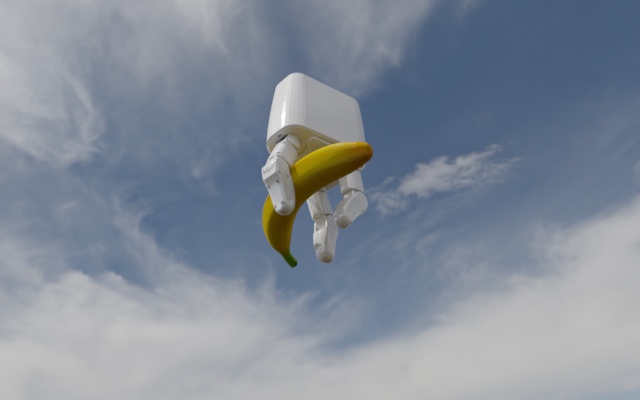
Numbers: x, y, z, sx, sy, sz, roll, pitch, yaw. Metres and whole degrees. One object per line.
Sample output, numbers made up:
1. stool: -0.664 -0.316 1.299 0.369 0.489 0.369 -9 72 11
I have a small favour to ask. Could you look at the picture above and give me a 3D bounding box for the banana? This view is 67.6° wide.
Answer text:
1. banana: -0.018 -0.004 0.517 0.069 0.037 0.198 24 -48 -11
